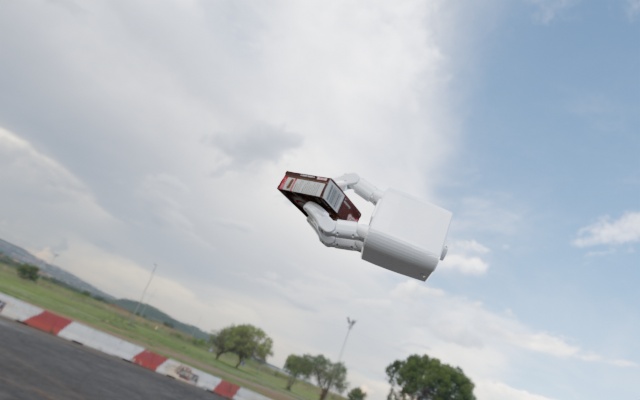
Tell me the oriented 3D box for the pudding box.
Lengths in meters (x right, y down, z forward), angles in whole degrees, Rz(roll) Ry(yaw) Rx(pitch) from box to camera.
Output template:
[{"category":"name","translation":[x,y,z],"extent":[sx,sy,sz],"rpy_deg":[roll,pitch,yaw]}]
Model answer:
[{"category":"pudding box","translation":[0.000,0.002,0.738],"extent":[0.090,0.039,0.113],"rpy_deg":[11,-26,37]}]
